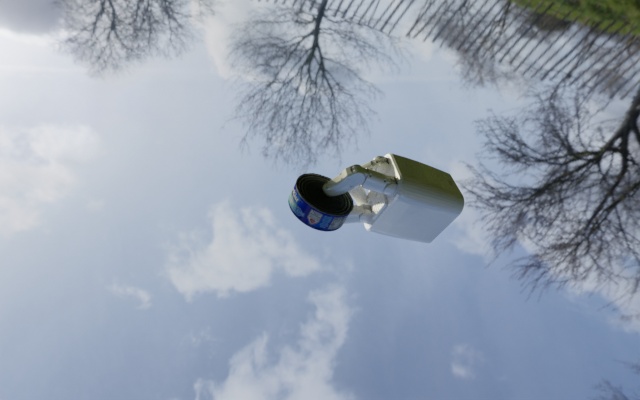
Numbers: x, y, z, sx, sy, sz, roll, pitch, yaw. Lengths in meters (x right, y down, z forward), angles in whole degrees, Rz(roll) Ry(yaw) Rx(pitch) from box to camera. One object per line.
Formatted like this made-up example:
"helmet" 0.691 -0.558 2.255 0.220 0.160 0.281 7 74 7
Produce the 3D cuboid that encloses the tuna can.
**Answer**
"tuna can" 0.000 0.003 0.653 0.086 0.034 0.086 20 33 -14
